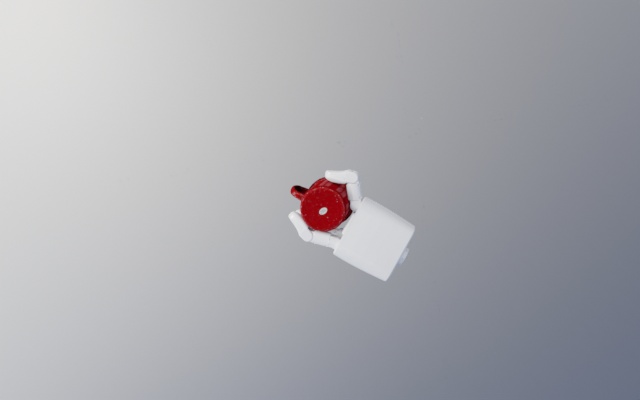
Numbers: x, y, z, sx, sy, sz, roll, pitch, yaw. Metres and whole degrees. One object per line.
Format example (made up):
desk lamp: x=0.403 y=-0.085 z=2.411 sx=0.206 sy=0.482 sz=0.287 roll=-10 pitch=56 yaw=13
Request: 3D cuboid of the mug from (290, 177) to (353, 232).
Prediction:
mug: x=-0.001 y=0.002 z=0.854 sx=0.117 sy=0.093 sz=0.081 roll=28 pitch=14 yaw=5
